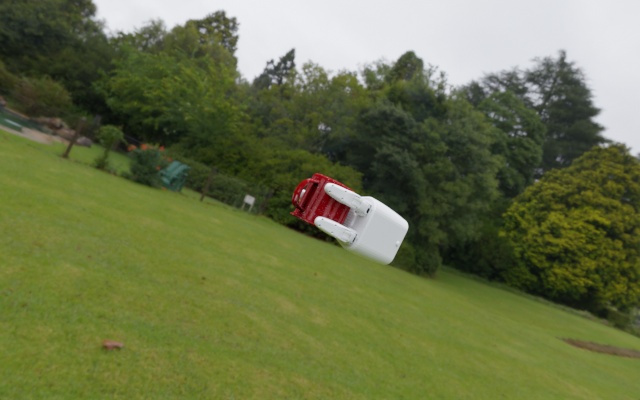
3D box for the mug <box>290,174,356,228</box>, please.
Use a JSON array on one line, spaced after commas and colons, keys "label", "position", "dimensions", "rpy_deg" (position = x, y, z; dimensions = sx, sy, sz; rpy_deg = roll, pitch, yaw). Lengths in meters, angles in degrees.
[{"label": "mug", "position": [-0.001, 0.002, 0.796], "dimensions": [0.117, 0.081, 0.093], "rpy_deg": [29, -4, -41]}]
